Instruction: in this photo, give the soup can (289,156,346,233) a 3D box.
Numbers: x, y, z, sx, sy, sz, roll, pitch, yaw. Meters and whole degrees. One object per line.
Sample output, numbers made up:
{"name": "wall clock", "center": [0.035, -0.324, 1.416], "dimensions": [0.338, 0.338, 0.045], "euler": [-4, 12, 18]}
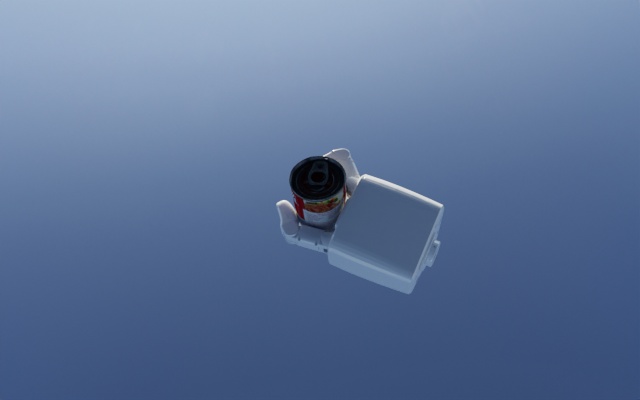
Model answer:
{"name": "soup can", "center": [0.000, 0.002, 0.604], "dimensions": [0.068, 0.068, 0.102], "euler": [0, -35, 5]}
